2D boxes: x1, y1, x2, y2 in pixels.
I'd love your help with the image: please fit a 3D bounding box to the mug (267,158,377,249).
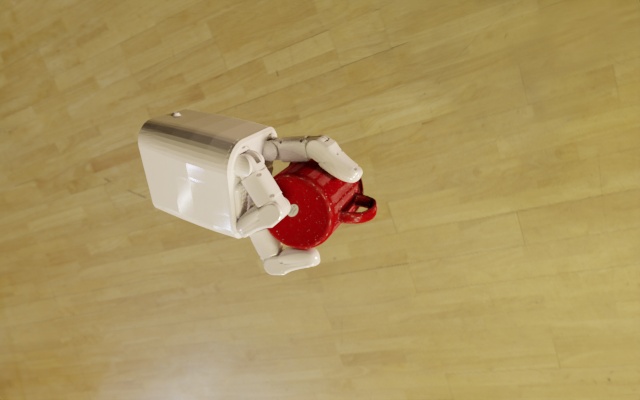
[{"bbox_3d":[0.001,0.002,0.493,0.117,0.093,0.081,15,26,17],"label":"mug"}]
